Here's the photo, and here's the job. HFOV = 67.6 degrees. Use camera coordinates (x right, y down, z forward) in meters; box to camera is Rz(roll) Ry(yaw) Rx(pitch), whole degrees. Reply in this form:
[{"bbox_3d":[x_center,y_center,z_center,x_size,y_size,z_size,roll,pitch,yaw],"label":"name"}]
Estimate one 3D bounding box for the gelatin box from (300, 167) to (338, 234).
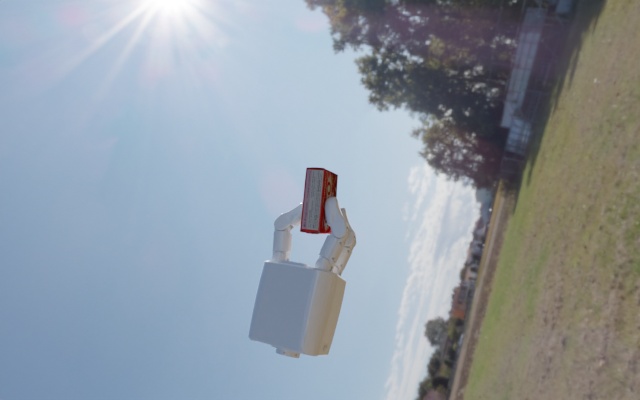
[{"bbox_3d":[0.000,0.002,0.665,0.030,0.089,0.073,4,-2,16],"label":"gelatin box"}]
